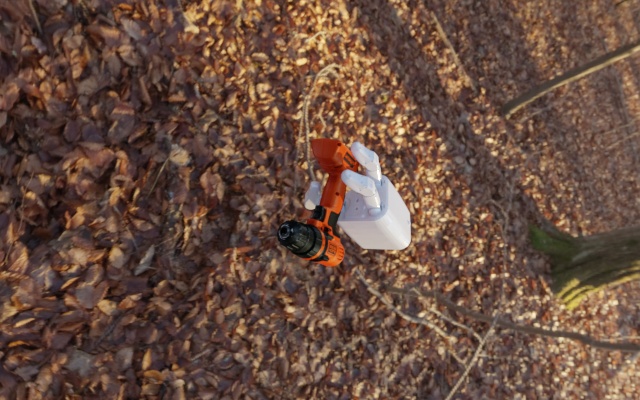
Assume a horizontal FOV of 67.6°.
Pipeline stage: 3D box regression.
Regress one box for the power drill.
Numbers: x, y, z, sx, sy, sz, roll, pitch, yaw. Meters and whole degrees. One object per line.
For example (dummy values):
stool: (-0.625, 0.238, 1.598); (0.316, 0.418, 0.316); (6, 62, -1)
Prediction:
power drill: (0.000, 0.002, 0.745); (0.057, 0.187, 0.184); (9, -13, 24)
